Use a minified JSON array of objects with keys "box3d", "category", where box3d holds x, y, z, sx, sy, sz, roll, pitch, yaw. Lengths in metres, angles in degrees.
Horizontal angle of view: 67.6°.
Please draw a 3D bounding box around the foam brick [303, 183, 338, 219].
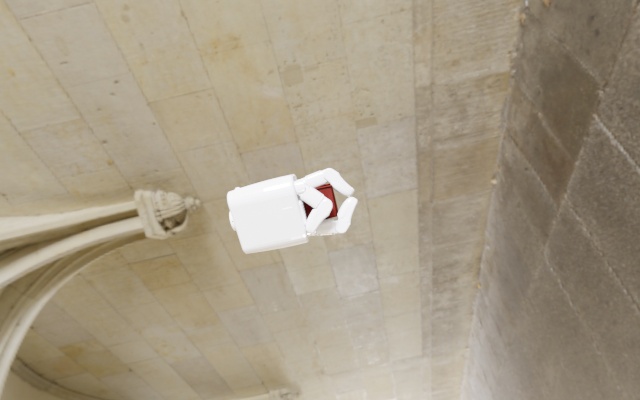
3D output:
[{"box3d":[0.000,0.003,0.798,0.051,0.053,0.078,-13,4,2],"category":"foam brick"}]
